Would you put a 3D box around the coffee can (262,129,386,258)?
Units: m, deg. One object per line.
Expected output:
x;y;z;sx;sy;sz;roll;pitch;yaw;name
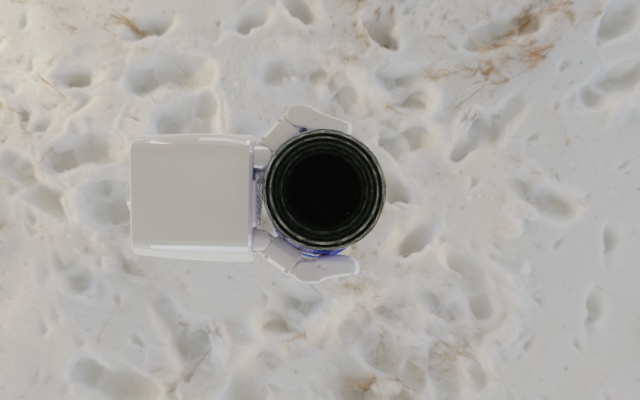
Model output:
0.000;0.002;0.458;0.103;0.103;0.140;0;-9;-3;coffee can
